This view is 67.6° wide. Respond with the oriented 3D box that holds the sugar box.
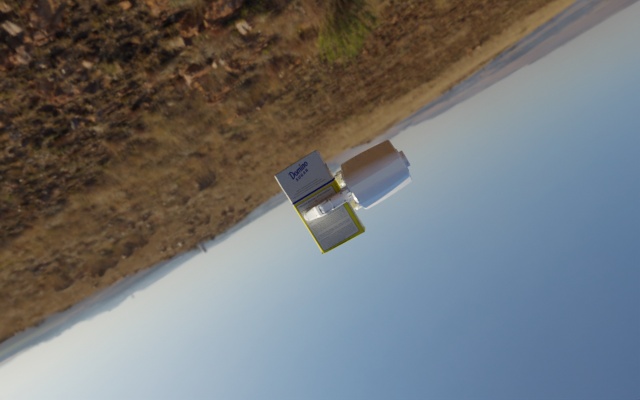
[{"bbox_3d":[0.000,0.003,0.895,0.093,0.176,0.048,-30,2,11],"label":"sugar box"}]
